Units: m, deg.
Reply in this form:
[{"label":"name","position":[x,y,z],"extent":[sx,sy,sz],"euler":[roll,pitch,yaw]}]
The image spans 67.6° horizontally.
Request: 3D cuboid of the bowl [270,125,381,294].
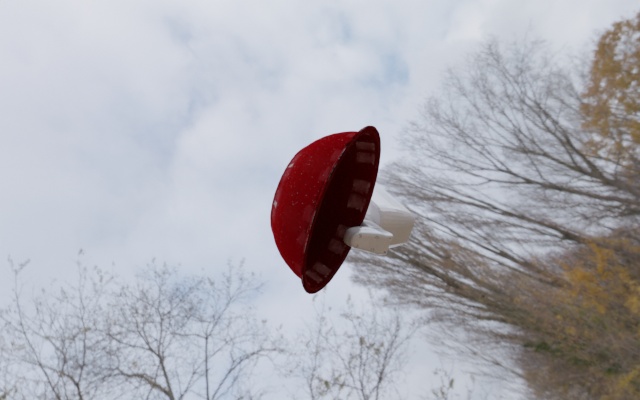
[{"label":"bowl","position":[-0.001,0.001,0.442],"extent":[0.055,0.162,0.162],"euler":[21,7,18]}]
